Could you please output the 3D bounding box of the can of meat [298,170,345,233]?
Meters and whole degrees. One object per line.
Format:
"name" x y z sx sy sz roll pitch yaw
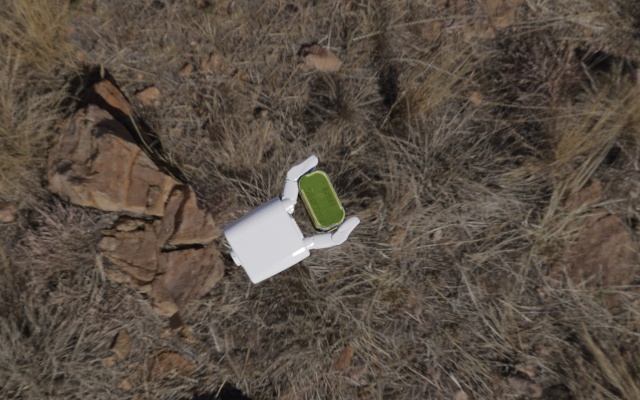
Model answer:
"can of meat" 0.000 0.003 0.811 0.057 0.102 0.084 -25 -5 -5
